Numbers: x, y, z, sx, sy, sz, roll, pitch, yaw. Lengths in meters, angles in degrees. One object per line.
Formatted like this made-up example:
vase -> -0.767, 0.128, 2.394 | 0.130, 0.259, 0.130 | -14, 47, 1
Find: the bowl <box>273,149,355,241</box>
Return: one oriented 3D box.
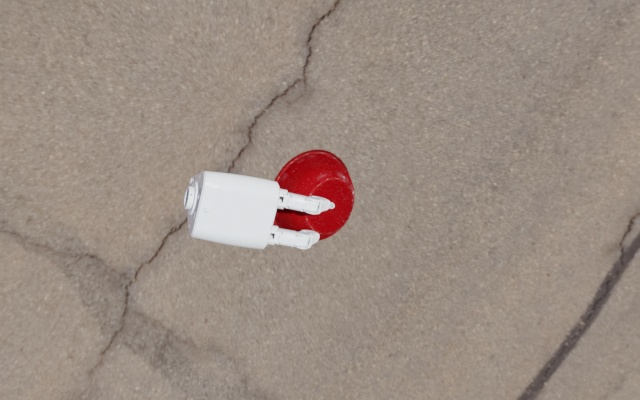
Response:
bowl -> 0.001, 0.002, 0.765 | 0.162, 0.162, 0.055 | 0, 16, -36
